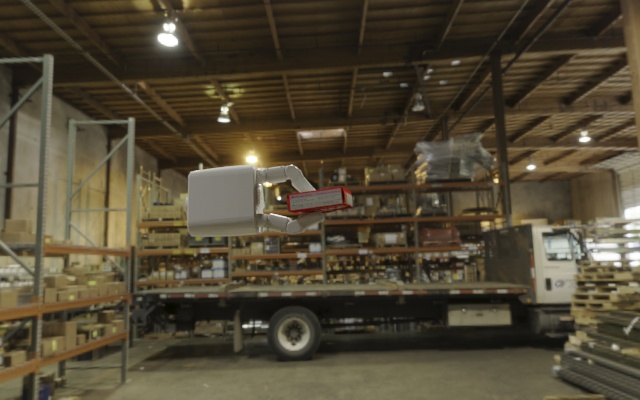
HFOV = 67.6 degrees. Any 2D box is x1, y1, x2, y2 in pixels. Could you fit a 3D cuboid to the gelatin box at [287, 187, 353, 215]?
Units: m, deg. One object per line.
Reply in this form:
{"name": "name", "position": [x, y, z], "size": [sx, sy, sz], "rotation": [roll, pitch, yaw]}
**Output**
{"name": "gelatin box", "position": [0.000, 0.002, 0.741], "size": [0.089, 0.030, 0.073], "rotation": [-9, -8, 13]}
